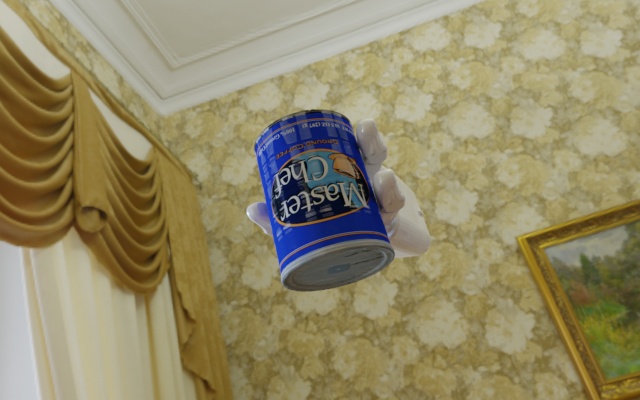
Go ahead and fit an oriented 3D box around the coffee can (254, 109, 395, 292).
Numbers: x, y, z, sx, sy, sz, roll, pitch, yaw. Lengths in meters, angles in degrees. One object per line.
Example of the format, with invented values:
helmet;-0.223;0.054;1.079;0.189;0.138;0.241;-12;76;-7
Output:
coffee can;0.000;0.002;0.449;0.103;0.140;0.103;-12;-26;-6
